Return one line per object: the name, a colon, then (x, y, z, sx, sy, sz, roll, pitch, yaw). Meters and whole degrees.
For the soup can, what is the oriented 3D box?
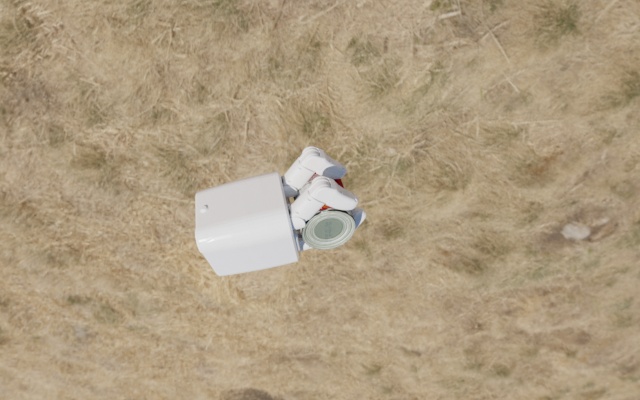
soup can: (0.001, 0.002, 0.596, 0.068, 0.069, 0.102, 0, 42, -15)
